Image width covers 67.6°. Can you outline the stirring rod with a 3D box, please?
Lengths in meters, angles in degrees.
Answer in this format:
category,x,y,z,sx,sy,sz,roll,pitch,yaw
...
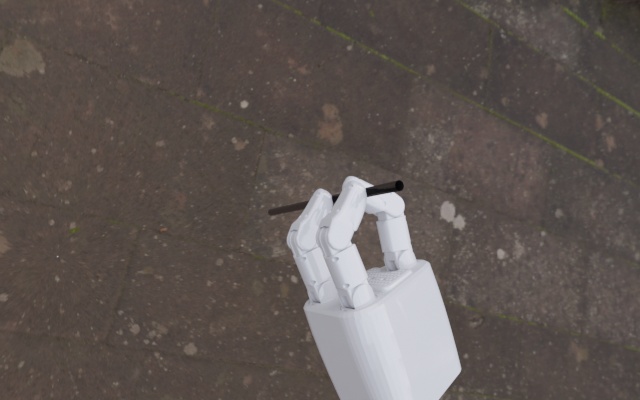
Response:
category,x,y,z,sx,sy,sz,roll,pitch,yaw
stirring rod,0.000,0.002,0.453,0.011,0.011,0.239,0,-6,-29
